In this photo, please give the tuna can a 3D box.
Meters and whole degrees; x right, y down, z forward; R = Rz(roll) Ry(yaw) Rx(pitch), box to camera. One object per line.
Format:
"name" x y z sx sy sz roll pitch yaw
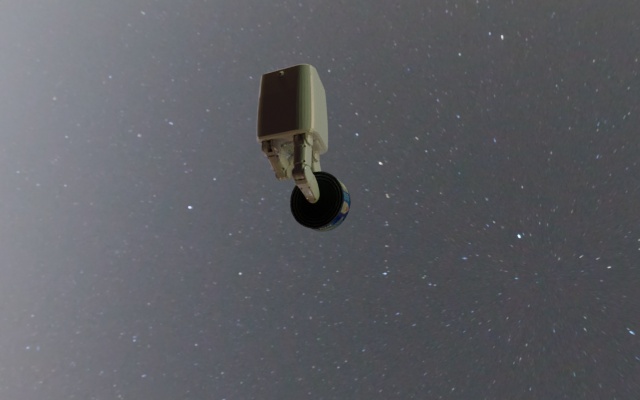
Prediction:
"tuna can" 0.000 0.003 0.707 0.086 0.086 0.034 0 -14 26
